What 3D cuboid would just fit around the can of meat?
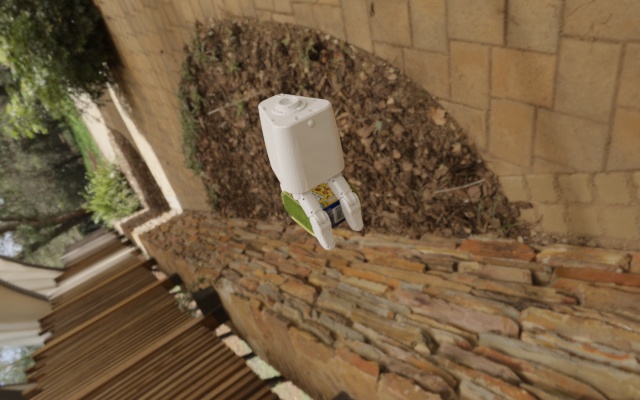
[{"bbox_3d":[0.000,0.003,0.747,0.084,0.057,0.102,-30,43,-25],"label":"can of meat"}]
